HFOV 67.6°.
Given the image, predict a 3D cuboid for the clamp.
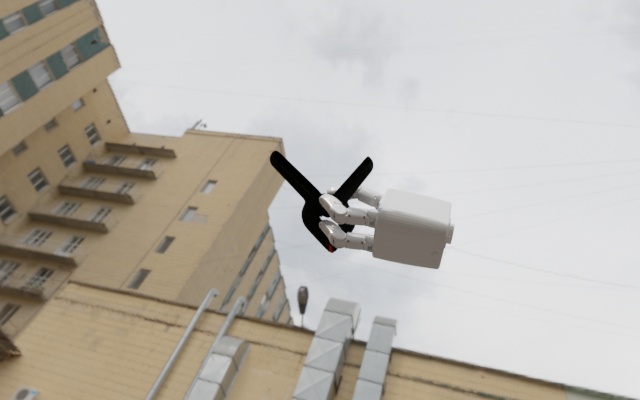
[{"bbox_3d":[0.001,0.003,0.792,0.164,0.210,0.036,11,43,12],"label":"clamp"}]
